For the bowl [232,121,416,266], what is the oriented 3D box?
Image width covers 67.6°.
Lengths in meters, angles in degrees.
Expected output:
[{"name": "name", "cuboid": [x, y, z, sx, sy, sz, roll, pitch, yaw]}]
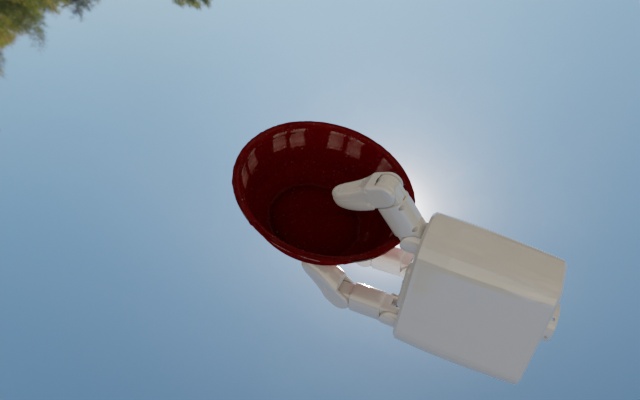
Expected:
[{"name": "bowl", "cuboid": [-0.001, 0.001, 0.432, 0.162, 0.162, 0.055, 0, -39, -16]}]
